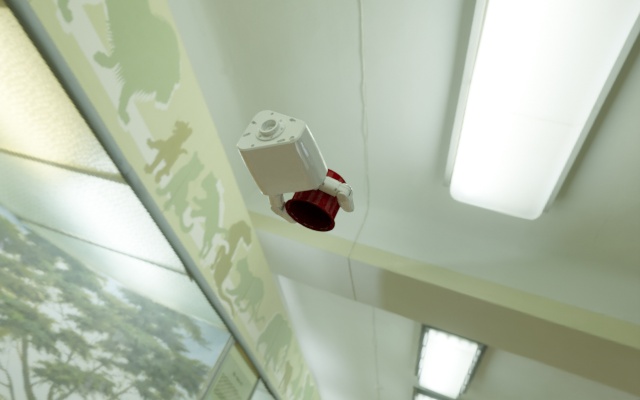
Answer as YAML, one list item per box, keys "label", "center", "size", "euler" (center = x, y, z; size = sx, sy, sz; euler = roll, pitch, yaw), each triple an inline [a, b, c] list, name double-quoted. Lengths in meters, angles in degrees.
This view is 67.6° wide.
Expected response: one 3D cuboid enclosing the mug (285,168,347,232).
- label: "mug"
  center: [0.001, 0.003, 0.841]
  size: [0.093, 0.081, 0.117]
  euler: [10, -34, 26]
